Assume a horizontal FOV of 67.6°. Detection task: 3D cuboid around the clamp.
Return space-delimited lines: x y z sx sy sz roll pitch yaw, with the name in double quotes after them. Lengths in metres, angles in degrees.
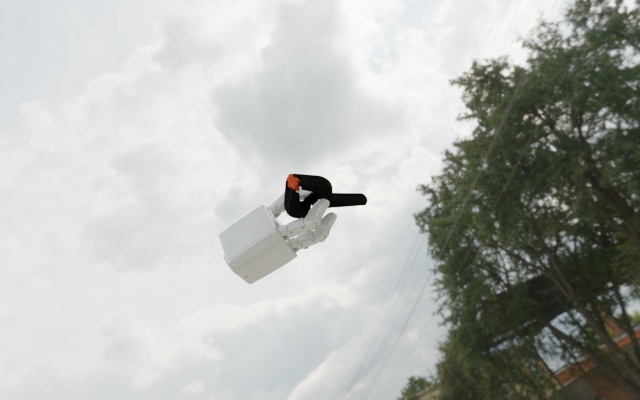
-0.001 0.002 0.877 0.164 0.036 0.210 -34 -33 -2 "clamp"
